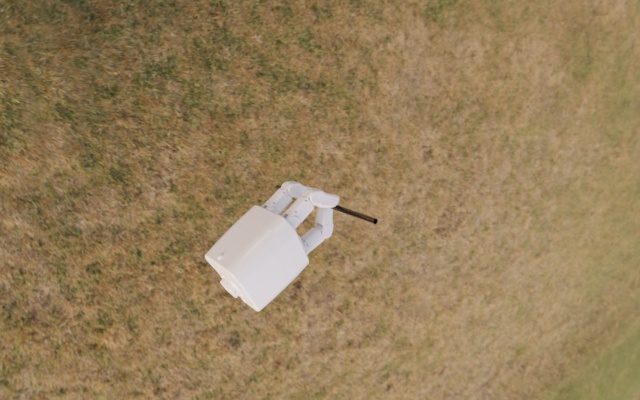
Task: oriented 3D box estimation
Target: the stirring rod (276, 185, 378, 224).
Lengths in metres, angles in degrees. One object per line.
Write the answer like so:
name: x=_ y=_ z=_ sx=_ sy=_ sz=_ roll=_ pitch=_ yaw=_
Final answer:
stirring rod: x=0.000 y=0.002 z=0.735 sx=0.011 sy=0.011 sz=0.239 roll=0 pitch=12 yaw=-39
